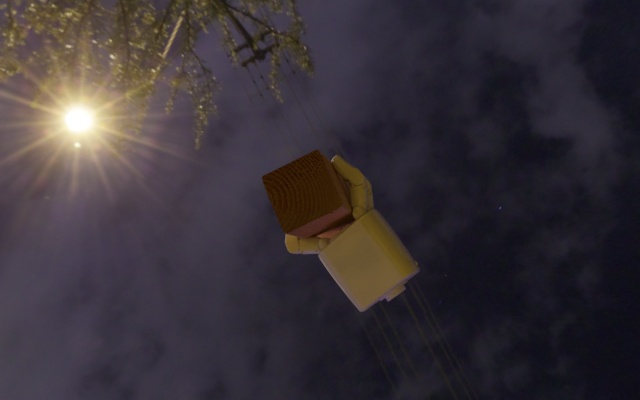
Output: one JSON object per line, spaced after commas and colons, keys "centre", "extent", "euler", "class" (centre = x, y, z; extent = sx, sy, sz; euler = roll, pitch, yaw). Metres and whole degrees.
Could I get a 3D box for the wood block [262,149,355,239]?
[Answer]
{"centre": [0.000, 0.003, 0.733], "extent": [0.091, 0.090, 0.206], "euler": [-26, -14, 9], "class": "wood block"}
